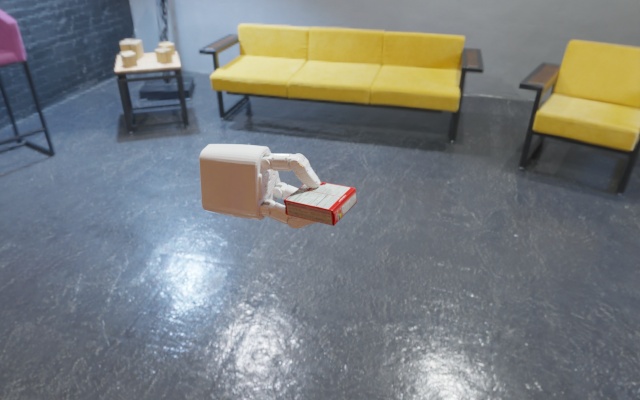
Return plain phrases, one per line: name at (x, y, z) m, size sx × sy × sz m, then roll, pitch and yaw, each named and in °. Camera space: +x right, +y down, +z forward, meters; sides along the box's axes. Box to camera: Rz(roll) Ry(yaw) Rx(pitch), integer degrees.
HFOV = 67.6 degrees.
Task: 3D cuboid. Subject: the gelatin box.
gelatin box at (0.000, 0.002, 0.733) m, size 0.089 × 0.030 × 0.073 m, roll 11°, pitch 33°, yaw 30°
